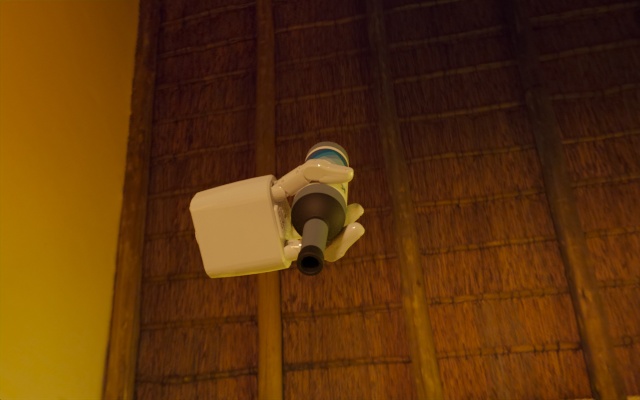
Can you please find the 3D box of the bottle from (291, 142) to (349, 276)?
[{"bbox_3d":[0.000,0.002,0.603,0.069,0.069,0.295,0,25,5],"label":"bottle"}]
